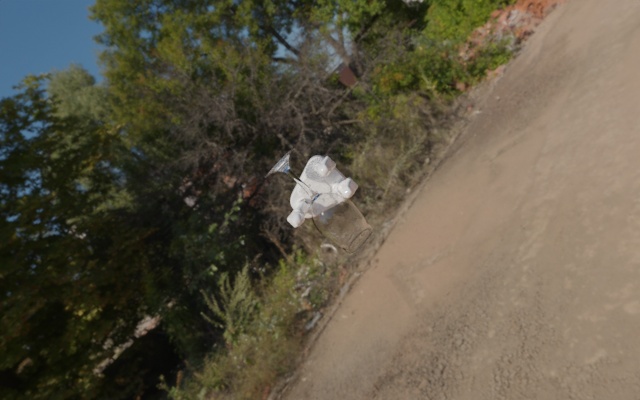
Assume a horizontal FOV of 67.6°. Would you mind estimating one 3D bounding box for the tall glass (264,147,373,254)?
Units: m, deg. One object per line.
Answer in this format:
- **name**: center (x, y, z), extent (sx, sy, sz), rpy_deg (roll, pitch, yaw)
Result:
- **tall glass**: center (0.000, 0.002, 0.829), extent (0.201, 0.079, 0.079), rpy_deg (44, -7, -8)
